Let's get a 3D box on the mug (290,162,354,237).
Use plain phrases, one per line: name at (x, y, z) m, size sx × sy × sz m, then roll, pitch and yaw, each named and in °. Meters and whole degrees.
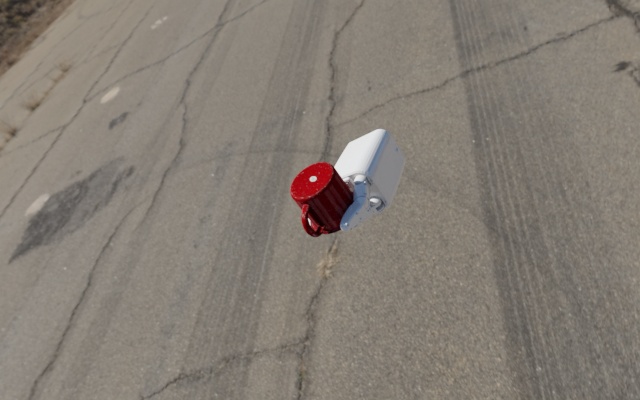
mug at (-0.001, 0.003, 0.756) m, size 0.093 × 0.117 × 0.081 m, roll -2°, pitch -41°, yaw 38°
